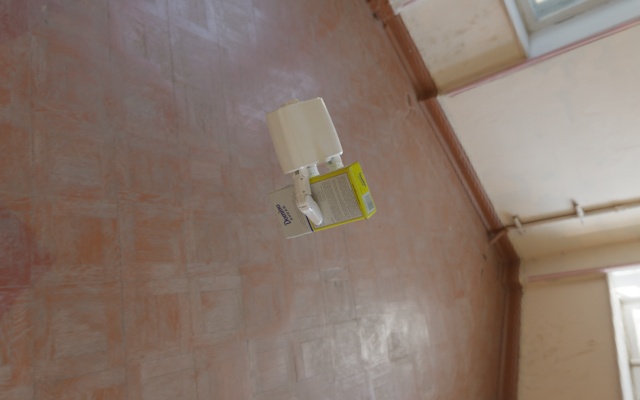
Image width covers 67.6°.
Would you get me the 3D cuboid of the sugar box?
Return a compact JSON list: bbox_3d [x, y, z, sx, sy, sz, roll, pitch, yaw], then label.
[{"bbox_3d":[0.000,0.002,0.836,0.176,0.093,0.048,-15,9,35],"label":"sugar box"}]
